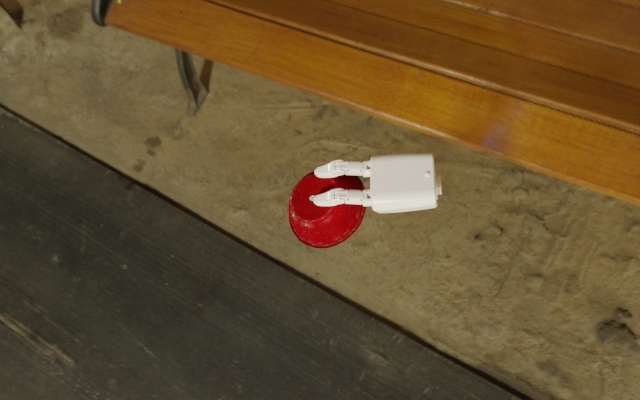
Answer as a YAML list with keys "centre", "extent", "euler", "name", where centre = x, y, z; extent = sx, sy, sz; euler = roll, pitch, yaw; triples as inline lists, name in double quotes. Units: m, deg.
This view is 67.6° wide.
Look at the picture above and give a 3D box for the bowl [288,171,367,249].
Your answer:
- centre: [-0.001, 0.003, 0.869]
  extent: [0.162, 0.162, 0.055]
  euler: [0, -20, 28]
  name: "bowl"
